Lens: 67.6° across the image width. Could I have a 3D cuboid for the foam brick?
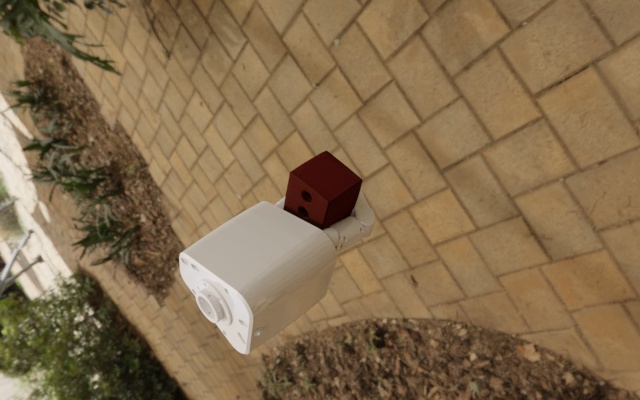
[{"bbox_3d":[0.000,0.001,0.480,0.053,0.078,0.051,39,50,24],"label":"foam brick"}]
